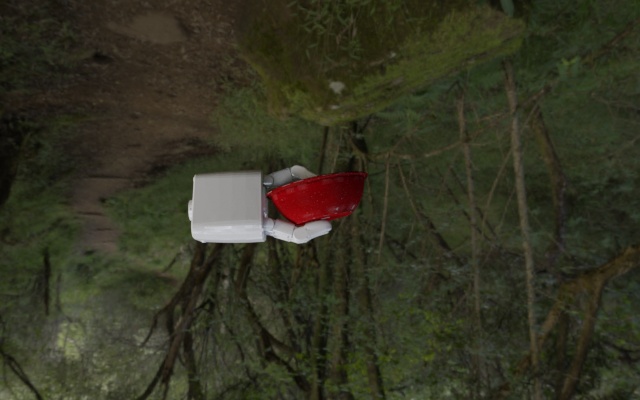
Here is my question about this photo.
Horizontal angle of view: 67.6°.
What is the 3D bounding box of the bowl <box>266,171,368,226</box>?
[{"bbox_3d":[0.001,0.003,0.737,0.162,0.055,0.162,-13,-8,-2],"label":"bowl"}]
